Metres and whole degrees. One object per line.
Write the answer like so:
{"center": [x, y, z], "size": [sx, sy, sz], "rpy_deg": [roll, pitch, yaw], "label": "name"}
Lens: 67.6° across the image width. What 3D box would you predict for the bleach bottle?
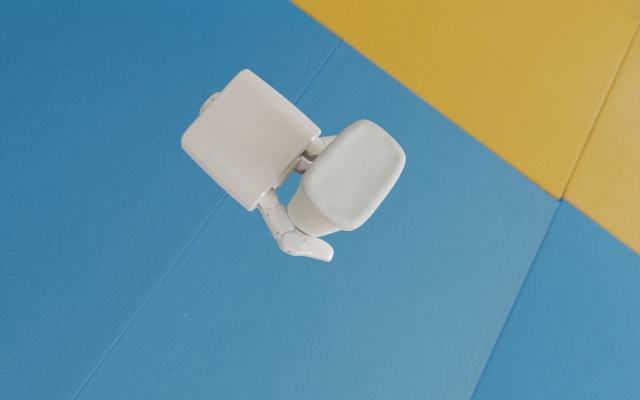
{"center": [0.000, 0.002, 0.523], "size": [0.068, 0.102, 0.251], "rpy_deg": [42, -20, -3], "label": "bleach bottle"}
